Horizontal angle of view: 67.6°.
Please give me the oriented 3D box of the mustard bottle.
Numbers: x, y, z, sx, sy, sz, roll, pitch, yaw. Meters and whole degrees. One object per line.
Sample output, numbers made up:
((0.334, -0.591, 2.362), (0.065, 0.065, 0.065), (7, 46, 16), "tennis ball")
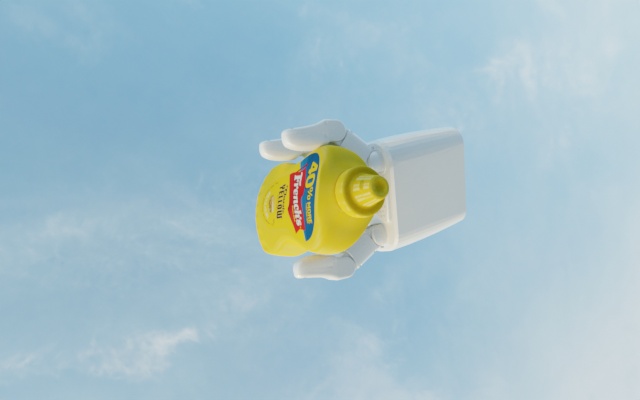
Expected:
((0.000, 0.001, 0.438), (0.058, 0.096, 0.191), (12, -12, -27), "mustard bottle")
